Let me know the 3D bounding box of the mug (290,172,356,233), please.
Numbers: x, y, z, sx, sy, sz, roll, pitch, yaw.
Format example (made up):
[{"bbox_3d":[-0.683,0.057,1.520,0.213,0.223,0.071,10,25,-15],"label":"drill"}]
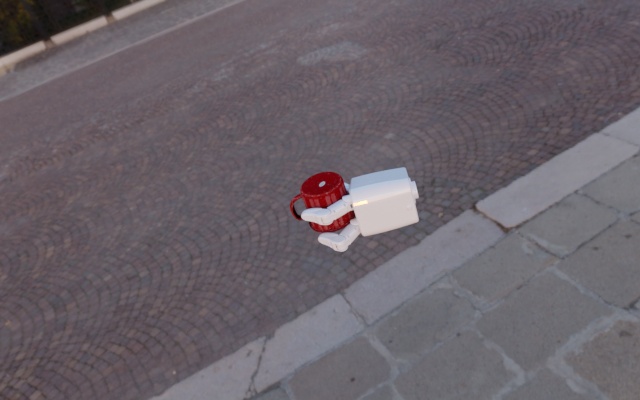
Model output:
[{"bbox_3d":[-0.001,0.003,0.888,0.117,0.081,0.093,-14,34,9],"label":"mug"}]
